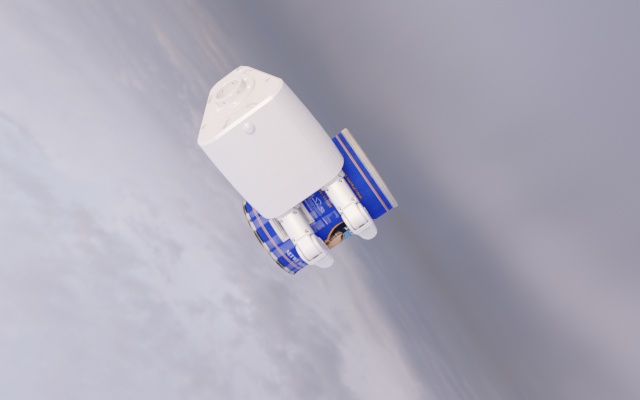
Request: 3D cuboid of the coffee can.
[{"bbox_3d":[0.000,0.002,0.533,0.140,0.103,0.103,-35,-4,6],"label":"coffee can"}]
